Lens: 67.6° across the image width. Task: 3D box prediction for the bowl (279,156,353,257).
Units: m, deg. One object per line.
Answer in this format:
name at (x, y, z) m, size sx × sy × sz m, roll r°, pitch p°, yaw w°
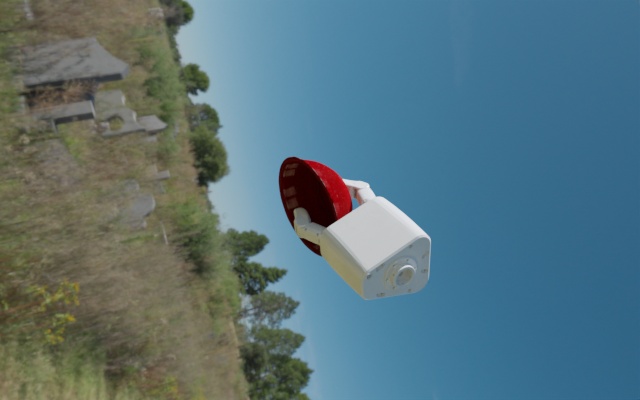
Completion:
bowl at (0.000, 0.001, 0.731) m, size 0.055 × 0.162 × 0.162 m, roll -24°, pitch 12°, yaw -28°
